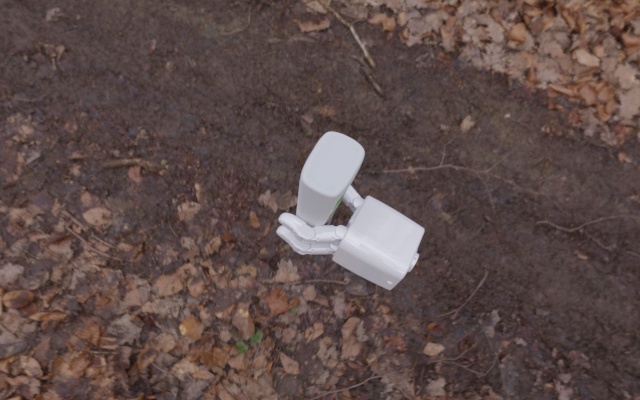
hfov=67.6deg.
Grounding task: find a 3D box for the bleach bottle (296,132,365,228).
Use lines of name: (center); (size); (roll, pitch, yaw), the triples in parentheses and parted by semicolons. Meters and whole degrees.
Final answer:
bleach bottle: (0.000, 0.002, 0.749); (0.068, 0.102, 0.251); (28, -25, 5)
